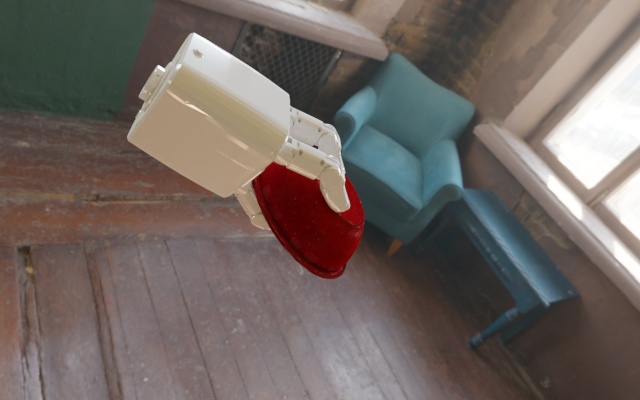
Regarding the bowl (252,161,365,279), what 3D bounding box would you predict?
[{"bbox_3d":[0.001,0.002,0.522,0.055,0.162,0.162,-32,-13,22],"label":"bowl"}]
